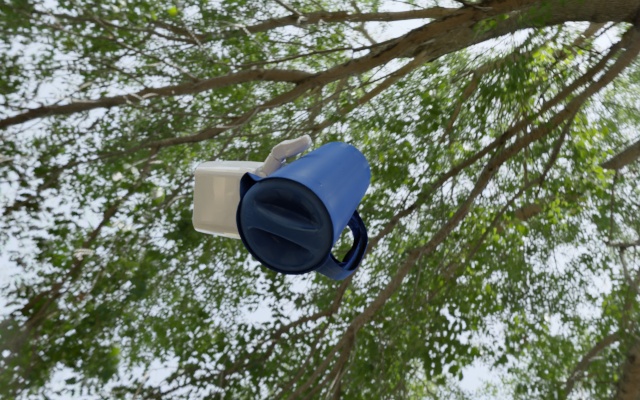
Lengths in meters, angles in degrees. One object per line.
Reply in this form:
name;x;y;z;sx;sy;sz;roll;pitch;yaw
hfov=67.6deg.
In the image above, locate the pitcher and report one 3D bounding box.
pitcher;0.000;0.002;0.689;0.145;0.149;0.242;3;21;21
